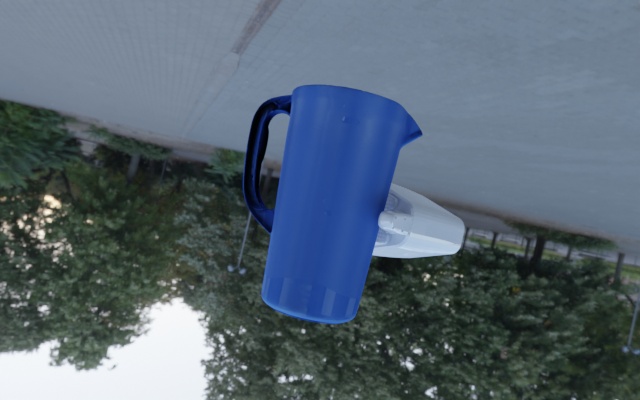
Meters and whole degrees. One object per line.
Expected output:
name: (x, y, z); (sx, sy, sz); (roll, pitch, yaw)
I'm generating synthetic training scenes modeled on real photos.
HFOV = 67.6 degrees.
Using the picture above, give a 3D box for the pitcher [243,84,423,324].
pitcher: (0.000, 0.002, 0.532); (0.145, 0.243, 0.149); (13, -1, -38)
